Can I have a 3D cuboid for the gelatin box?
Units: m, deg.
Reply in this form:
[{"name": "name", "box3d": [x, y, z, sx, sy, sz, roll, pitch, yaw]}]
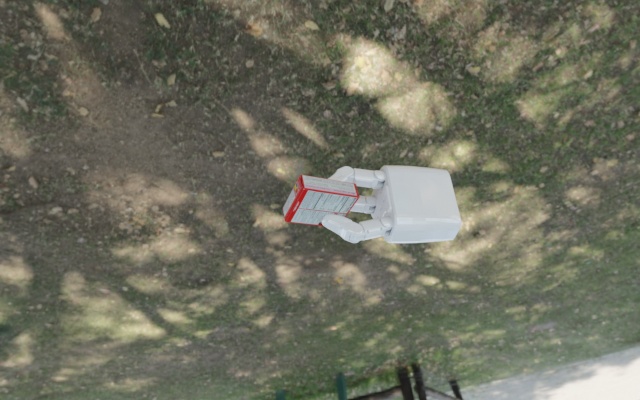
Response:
[{"name": "gelatin box", "box3d": [0.000, 0.003, 0.678, 0.089, 0.030, 0.073, 7, -43, -25]}]
